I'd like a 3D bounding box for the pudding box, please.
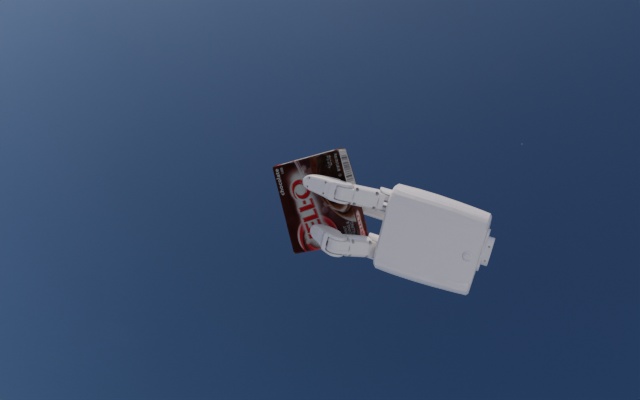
[{"bbox_3d":[0.000,0.002,0.574,0.090,0.113,0.039,-13,1,24],"label":"pudding box"}]
